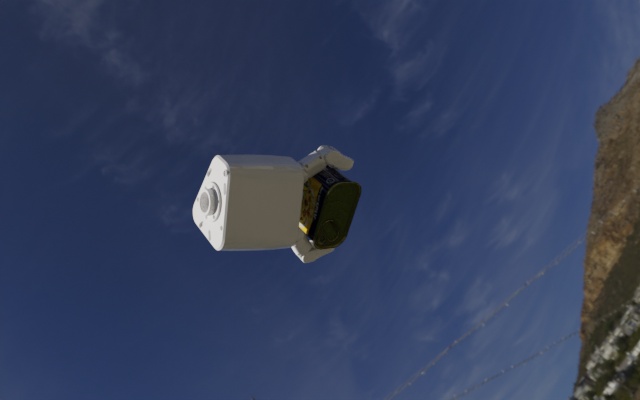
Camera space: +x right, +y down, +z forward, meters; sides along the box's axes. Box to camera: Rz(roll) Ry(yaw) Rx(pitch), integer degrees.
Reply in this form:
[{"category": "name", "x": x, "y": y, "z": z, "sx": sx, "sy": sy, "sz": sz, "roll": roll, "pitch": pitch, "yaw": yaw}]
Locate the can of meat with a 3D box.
[{"category": "can of meat", "x": 0.000, "y": 0.002, "z": 0.660, "sx": 0.057, "sy": 0.102, "sz": 0.084, "roll": -4, "pitch": 31, "yaw": -38}]
